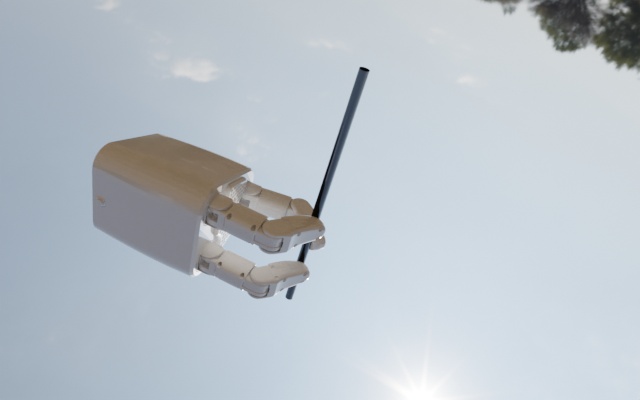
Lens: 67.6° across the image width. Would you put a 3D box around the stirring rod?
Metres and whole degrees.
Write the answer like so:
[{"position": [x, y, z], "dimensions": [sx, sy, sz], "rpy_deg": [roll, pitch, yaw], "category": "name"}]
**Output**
[{"position": [0.000, 0.001, 0.406], "dimensions": [0.011, 0.240, 0.011], "rpy_deg": [12, 35, -9], "category": "stirring rod"}]
